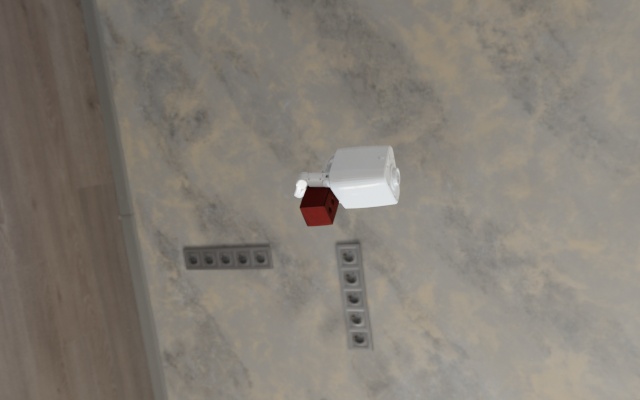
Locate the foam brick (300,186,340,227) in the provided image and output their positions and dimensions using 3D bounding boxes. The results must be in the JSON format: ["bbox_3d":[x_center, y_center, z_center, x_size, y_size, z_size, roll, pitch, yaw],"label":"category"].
[{"bbox_3d":[0.000,0.003,0.900,0.051,0.078,0.053,-3,-45,22],"label":"foam brick"}]
